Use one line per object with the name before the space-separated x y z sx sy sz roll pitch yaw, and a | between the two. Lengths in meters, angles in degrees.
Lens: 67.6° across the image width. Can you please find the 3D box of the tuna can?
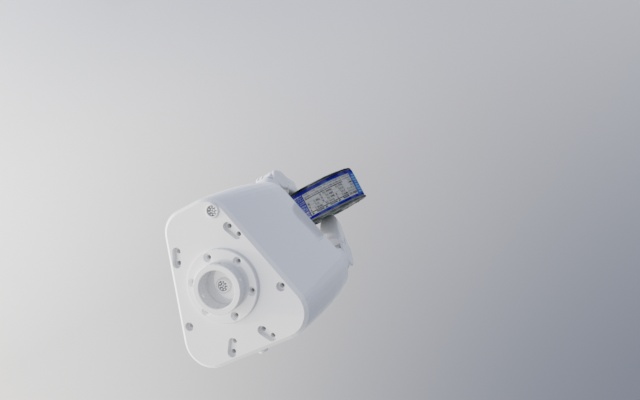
tuna can | 0.000 0.001 0.474 0.086 0.034 0.086 -27 -5 -2
